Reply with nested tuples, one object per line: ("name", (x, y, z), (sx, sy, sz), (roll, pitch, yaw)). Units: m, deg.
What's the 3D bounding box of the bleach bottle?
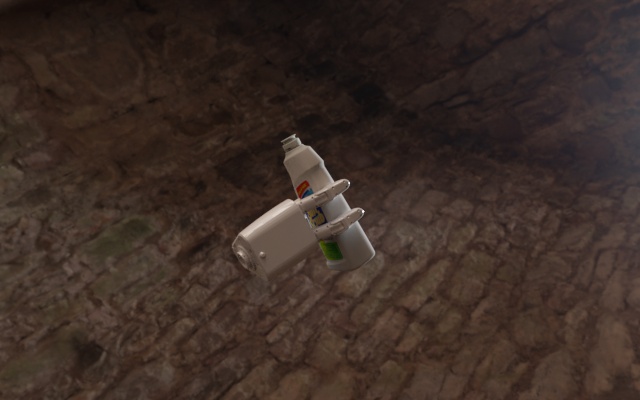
("bleach bottle", (0.000, 0.003, 0.839), (0.068, 0.251, 0.102), (-34, 12, -27))
